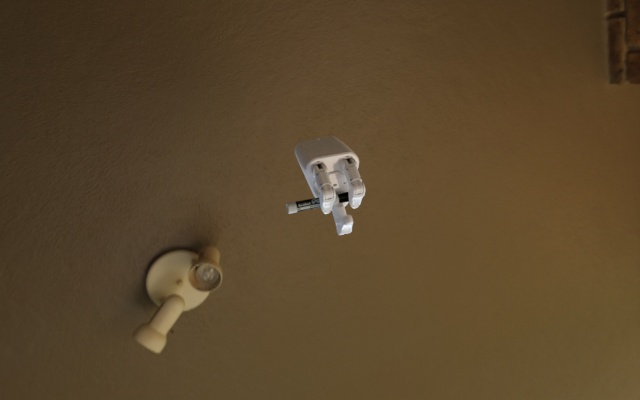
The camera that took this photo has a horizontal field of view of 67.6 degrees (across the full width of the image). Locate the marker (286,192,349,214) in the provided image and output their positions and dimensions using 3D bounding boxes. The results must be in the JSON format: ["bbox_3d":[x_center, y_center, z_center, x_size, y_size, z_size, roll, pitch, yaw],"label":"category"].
[{"bbox_3d":[0.000,0.003,0.848,0.121,0.020,0.020,-11,2,-13],"label":"marker"}]
